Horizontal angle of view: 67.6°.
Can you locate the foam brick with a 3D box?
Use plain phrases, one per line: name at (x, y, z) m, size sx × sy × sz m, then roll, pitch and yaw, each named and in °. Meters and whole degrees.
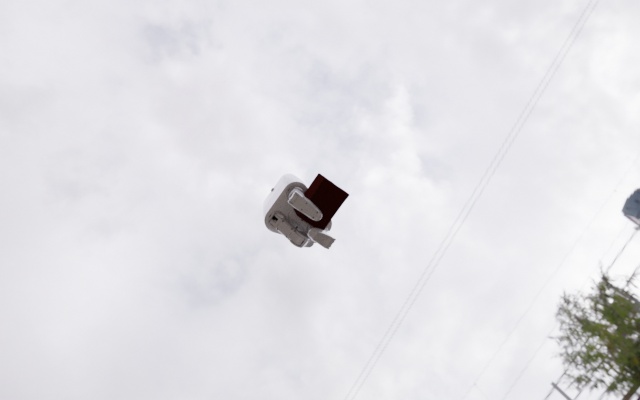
foam brick at (0.000, 0.002, 0.786) m, size 0.053 × 0.078 × 0.051 m, roll 35°, pitch 5°, yaw -16°
